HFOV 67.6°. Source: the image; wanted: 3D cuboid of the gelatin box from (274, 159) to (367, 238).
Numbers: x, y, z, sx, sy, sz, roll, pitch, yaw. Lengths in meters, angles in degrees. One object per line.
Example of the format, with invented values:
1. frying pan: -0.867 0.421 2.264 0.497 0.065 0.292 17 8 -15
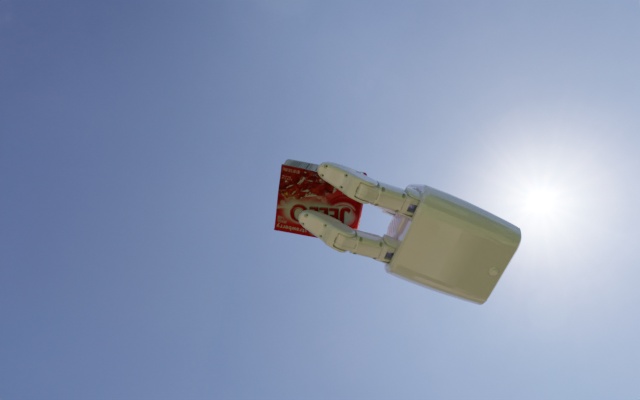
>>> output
1. gelatin box: 0.000 0.001 0.498 0.089 0.073 0.030 11 20 7
